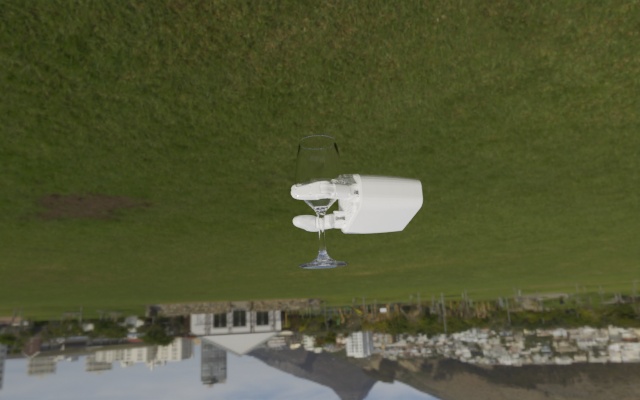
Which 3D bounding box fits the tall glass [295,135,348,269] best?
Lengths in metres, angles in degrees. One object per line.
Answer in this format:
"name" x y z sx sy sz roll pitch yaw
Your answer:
"tall glass" 0.000 0.003 0.748 0.079 0.201 0.079 -3 -14 -1
